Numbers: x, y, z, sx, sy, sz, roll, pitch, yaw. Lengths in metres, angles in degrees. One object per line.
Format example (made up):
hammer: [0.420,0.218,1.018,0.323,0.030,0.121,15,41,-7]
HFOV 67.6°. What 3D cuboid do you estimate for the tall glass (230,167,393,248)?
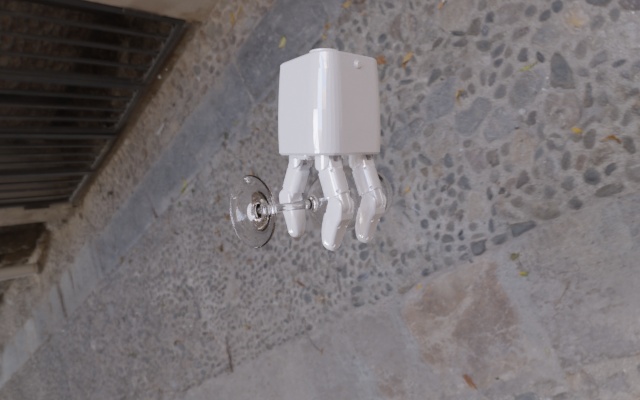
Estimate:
tall glass: [0.000,0.002,0.550,0.079,0.079,0.201,0,5,45]
